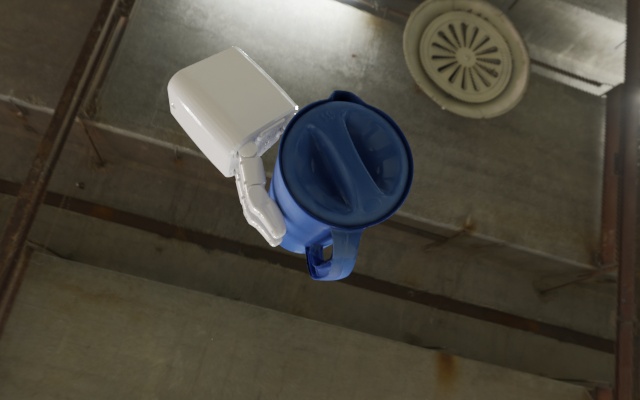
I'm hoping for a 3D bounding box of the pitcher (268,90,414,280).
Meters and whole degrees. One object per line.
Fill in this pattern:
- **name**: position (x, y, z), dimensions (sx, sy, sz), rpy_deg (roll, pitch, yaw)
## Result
- **pitcher**: position (0.000, 0.002, 0.555), dimensions (0.149, 0.145, 0.243), rpy_deg (-44, -2, -20)
